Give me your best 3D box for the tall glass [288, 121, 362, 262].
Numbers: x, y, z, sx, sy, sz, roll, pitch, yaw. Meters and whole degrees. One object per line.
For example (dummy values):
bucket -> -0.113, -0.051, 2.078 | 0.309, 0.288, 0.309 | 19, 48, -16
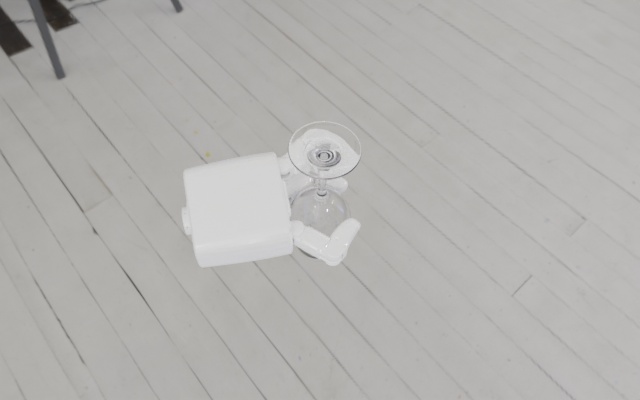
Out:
tall glass -> 0.000, 0.001, 0.561 | 0.079, 0.079, 0.201 | 0, -33, -2
